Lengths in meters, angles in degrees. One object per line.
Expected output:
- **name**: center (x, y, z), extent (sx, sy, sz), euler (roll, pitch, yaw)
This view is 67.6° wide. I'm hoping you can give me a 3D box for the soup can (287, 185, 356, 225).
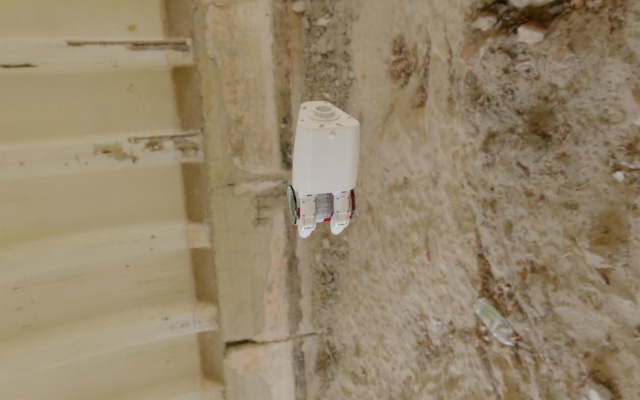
- **soup can**: center (0.000, 0.003, 0.797), extent (0.102, 0.068, 0.068), euler (-6, 1, -14)
